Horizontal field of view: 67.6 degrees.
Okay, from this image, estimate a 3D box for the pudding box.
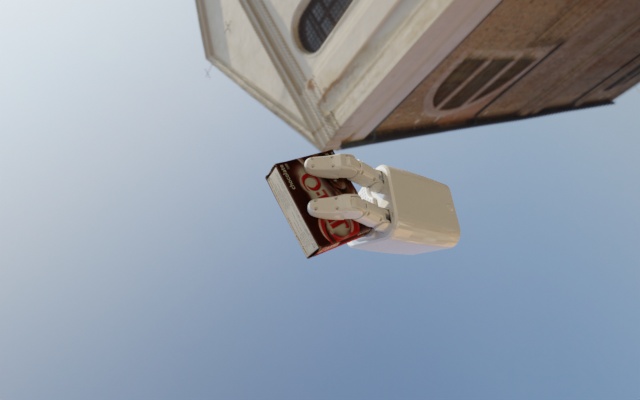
[{"bbox_3d":[0.000,0.002,0.562,0.090,0.113,0.039,-18,-19,-39],"label":"pudding box"}]
